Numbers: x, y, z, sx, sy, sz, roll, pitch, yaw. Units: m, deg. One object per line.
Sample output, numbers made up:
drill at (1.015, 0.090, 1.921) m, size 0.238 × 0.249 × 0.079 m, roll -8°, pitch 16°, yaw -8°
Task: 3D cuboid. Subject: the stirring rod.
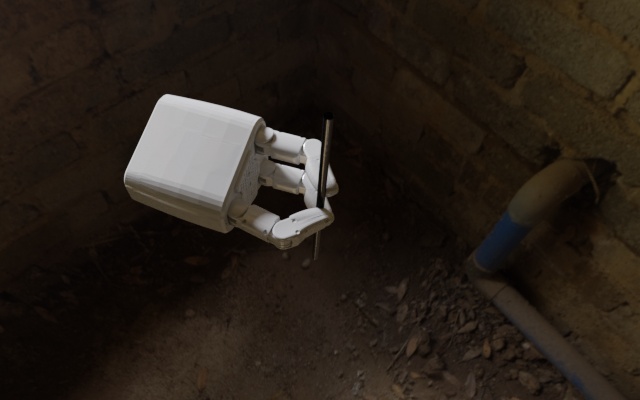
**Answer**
stirring rod at (0.000, 0.002, 0.452) m, size 0.011 × 0.011 × 0.240 m, roll 0°, pitch -32°, yaw -3°
